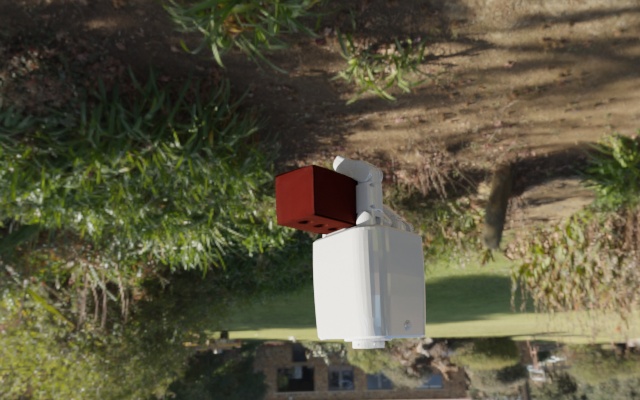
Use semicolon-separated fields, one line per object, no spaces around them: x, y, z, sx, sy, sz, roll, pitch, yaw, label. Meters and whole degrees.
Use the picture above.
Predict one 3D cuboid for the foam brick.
0.000;0.001;0.481;0.053;0.051;0.078;-14;-20;41;foam brick
